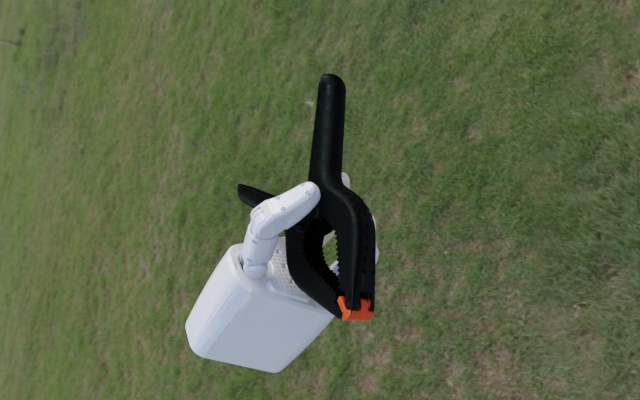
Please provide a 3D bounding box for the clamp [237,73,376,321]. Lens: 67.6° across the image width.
[{"bbox_3d":[0.000,0.002,0.407,0.036,0.165,0.209,12,35,-40],"label":"clamp"}]
